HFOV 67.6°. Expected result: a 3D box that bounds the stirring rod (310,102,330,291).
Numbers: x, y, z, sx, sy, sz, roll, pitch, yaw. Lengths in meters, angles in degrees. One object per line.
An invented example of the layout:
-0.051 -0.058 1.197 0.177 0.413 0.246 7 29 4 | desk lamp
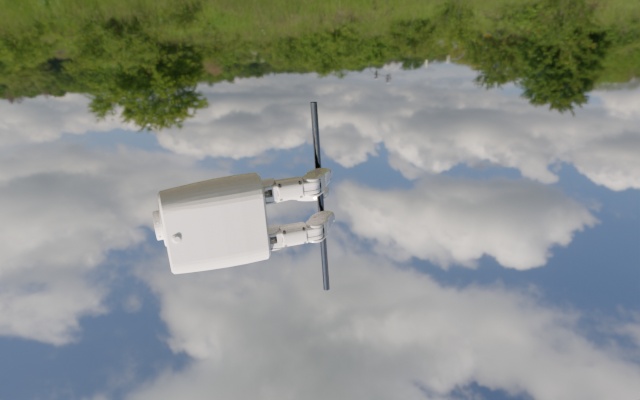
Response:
0.000 0.002 0.581 0.011 0.240 0.011 -4 20 1 | stirring rod
